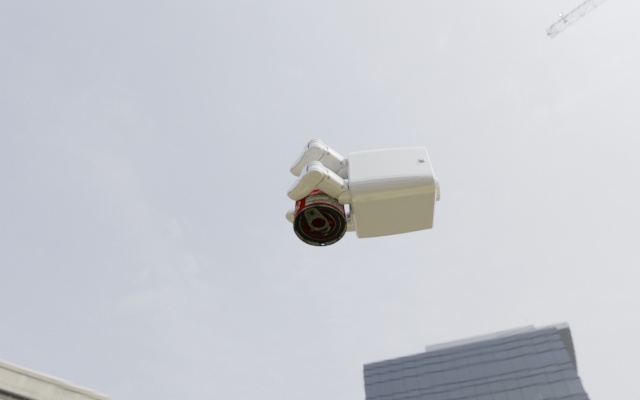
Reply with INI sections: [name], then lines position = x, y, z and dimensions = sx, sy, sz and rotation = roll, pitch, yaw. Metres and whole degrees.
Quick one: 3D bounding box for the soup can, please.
[soup can]
position = 0.000, 0.002, 0.635
dimensions = 0.068, 0.069, 0.102
rotation = 0, 38, 1
